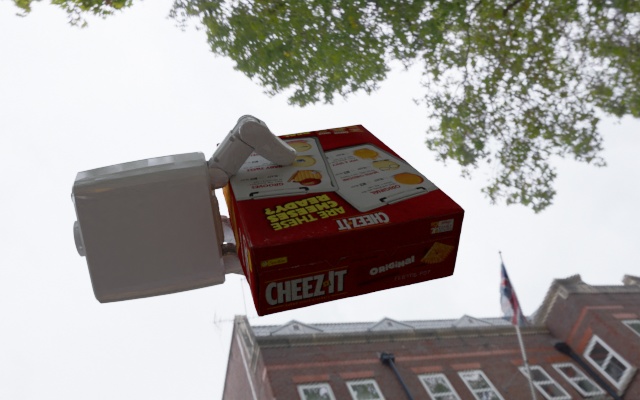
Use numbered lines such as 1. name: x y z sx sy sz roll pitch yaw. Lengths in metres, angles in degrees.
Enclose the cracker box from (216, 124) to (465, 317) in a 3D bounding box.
1. cracker box: 0.000 0.001 0.437 0.164 0.072 0.213 -9 29 -14
